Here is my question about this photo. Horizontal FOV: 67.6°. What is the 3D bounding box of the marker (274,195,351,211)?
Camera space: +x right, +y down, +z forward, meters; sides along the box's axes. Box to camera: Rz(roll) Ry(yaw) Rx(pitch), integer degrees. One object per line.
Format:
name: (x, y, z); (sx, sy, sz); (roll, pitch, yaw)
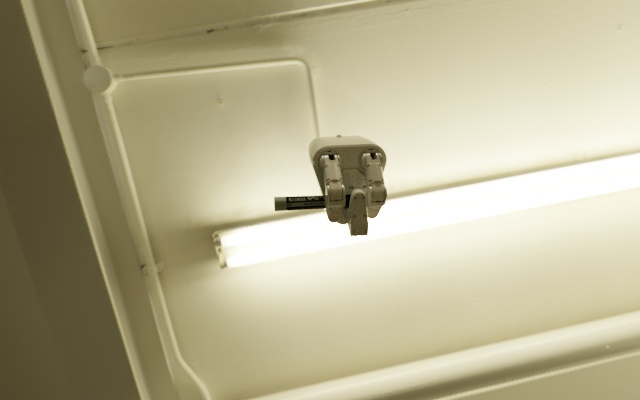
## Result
marker: (0.000, 0.002, 0.625); (0.121, 0.020, 0.020); (-3, 0, -6)
